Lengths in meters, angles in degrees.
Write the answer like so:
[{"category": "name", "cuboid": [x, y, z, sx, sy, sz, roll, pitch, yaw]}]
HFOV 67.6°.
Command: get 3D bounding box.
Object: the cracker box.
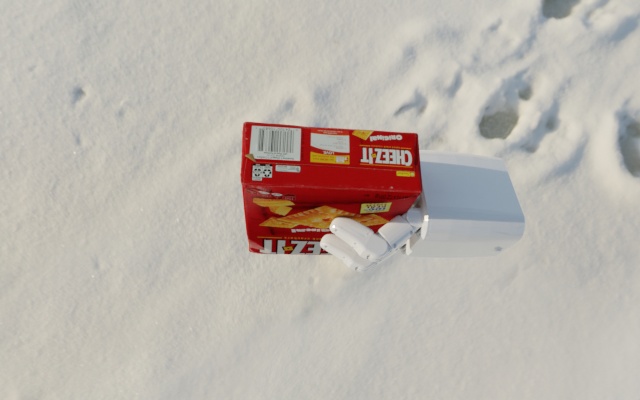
[{"category": "cracker box", "cuboid": [0.000, 0.001, 0.521, 0.164, 0.072, 0.214, 3, -23, -5]}]
